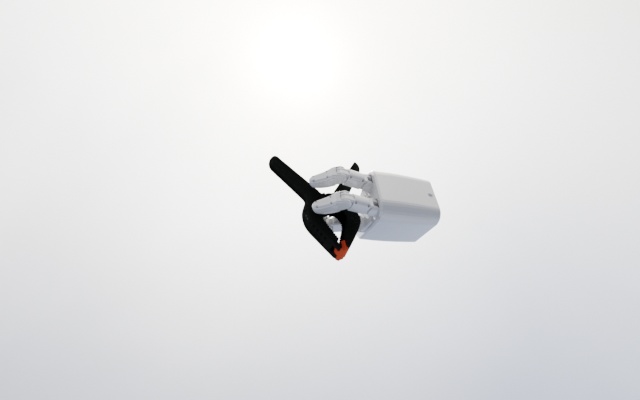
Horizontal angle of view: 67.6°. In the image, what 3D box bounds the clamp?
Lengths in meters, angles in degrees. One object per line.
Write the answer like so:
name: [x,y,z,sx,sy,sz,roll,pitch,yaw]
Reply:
clamp: [0.000,0.003,0.768,0.164,0.209,0.036,7,-45,-16]
